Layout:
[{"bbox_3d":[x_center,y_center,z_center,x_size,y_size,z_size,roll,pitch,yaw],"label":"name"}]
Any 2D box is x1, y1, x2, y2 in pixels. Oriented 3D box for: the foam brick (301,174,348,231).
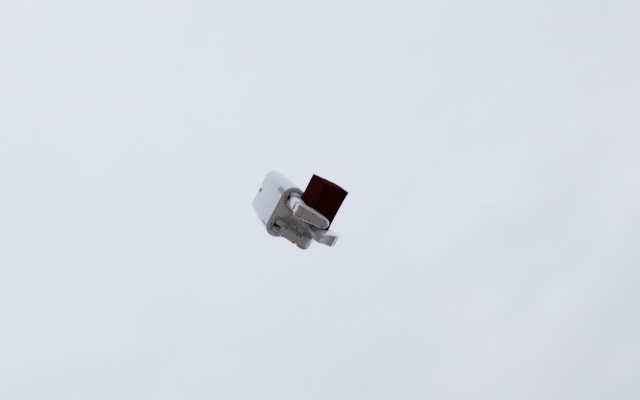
[{"bbox_3d":[0.000,0.003,0.822,0.053,0.078,0.051,22,12,-32],"label":"foam brick"}]
